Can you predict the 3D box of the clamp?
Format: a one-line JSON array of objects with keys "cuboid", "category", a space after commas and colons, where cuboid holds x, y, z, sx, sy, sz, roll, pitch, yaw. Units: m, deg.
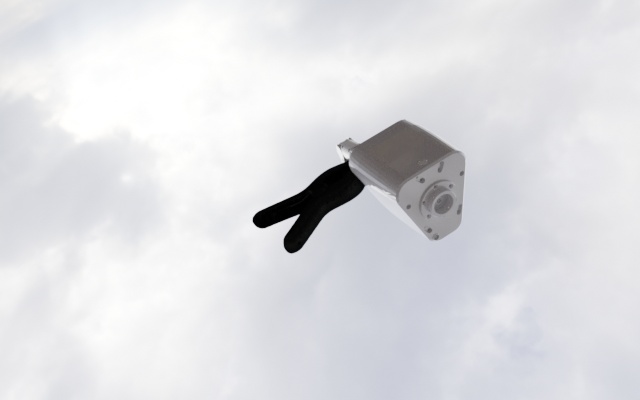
[{"cuboid": [0.000, 0.002, 0.599, 0.171, 0.039, 0.120, -34, 33, -6], "category": "clamp"}]
